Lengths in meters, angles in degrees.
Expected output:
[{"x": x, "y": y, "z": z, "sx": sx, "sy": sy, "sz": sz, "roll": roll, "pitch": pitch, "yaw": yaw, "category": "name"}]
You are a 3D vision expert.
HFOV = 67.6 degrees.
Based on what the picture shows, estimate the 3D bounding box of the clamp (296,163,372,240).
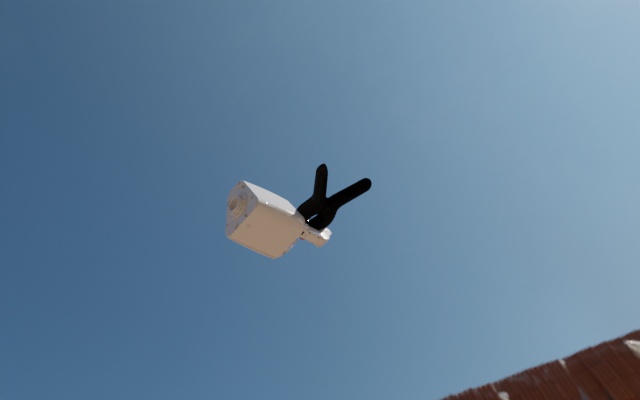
[{"x": 0.000, "y": 0.003, "z": 0.868, "sx": 0.120, "sy": 0.171, "sz": 0.039, "roll": 28, "pitch": 25, "yaw": -36, "category": "clamp"}]
